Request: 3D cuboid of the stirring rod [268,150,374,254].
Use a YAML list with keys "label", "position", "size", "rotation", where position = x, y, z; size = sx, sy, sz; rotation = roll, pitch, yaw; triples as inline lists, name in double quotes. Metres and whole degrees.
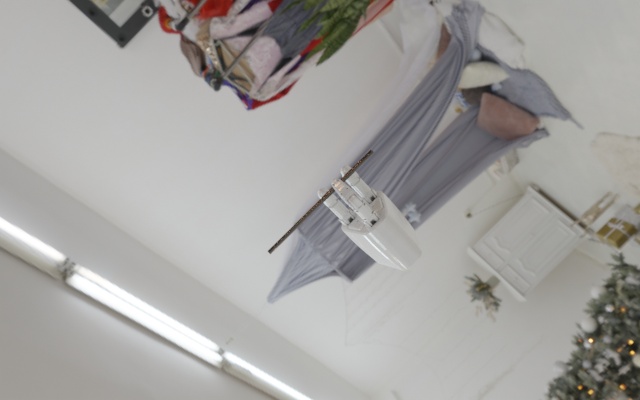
- label: "stirring rod"
  position: [0.000, 0.003, 0.792]
  size: [0.239, 0.011, 0.011]
  rotation: [-44, 2, 2]
